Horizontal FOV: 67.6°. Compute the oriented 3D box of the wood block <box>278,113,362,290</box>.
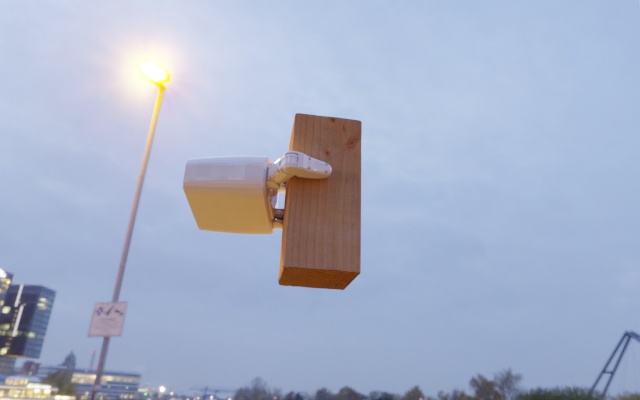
[{"bbox_3d":[0.000,0.002,0.618,0.090,0.206,0.091,6,-24,-8],"label":"wood block"}]
